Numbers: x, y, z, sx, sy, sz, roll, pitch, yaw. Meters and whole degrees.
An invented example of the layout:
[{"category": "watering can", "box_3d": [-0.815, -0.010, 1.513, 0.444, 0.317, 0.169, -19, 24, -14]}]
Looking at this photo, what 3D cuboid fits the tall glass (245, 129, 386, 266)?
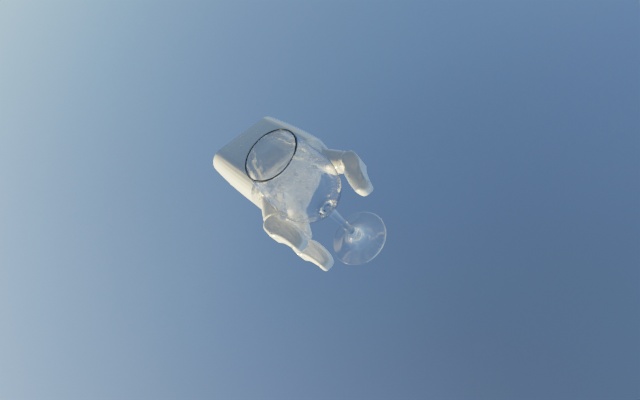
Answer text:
[{"category": "tall glass", "box_3d": [0.001, 0.002, 0.536, 0.079, 0.079, 0.201, 0, -28, 33]}]
